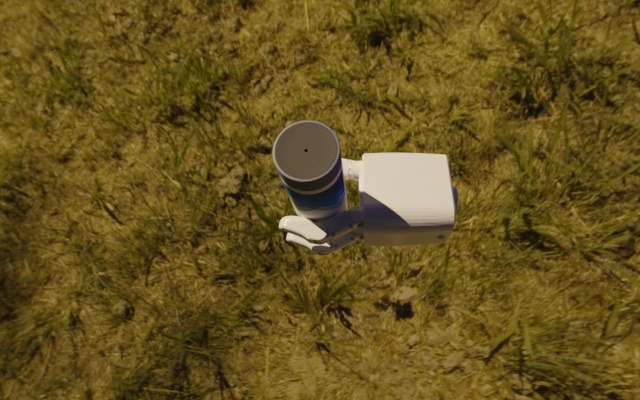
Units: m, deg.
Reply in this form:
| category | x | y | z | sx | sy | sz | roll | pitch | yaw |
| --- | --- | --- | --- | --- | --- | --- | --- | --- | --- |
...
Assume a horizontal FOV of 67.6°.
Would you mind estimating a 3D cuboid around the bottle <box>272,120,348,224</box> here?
| category | x | y | z | sx | sy | sz | roll | pitch | yaw |
| --- | --- | --- | --- | --- | --- | --- | --- | --- | --- |
| bottle | 0.000 | 0.002 | 0.599 | 0.069 | 0.069 | 0.296 | 0 | -20 | 6 |
